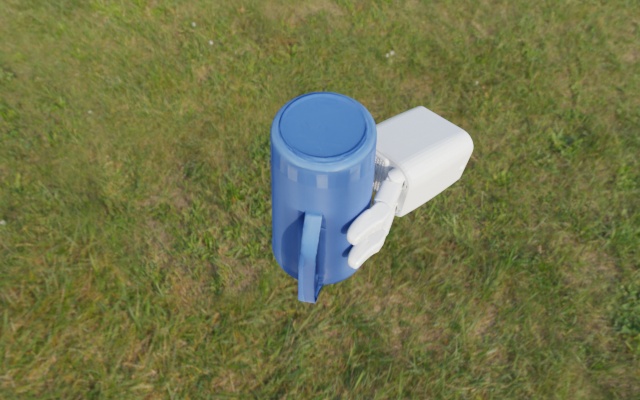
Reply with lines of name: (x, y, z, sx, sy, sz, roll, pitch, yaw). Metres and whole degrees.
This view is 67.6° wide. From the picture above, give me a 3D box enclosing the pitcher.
pitcher: (0.000, 0.002, 0.566, 0.145, 0.149, 0.243, -29, -29, -19)
